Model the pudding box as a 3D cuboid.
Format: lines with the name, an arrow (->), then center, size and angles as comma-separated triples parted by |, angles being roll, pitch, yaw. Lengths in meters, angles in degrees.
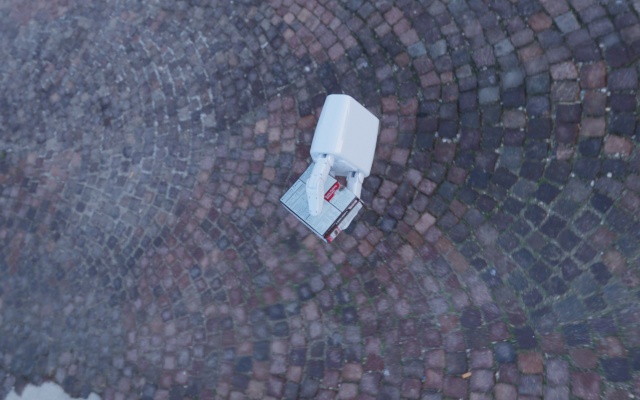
pudding box -> 0.000, 0.002, 0.787 | 0.113, 0.090, 0.039 | 39, -4, 31
